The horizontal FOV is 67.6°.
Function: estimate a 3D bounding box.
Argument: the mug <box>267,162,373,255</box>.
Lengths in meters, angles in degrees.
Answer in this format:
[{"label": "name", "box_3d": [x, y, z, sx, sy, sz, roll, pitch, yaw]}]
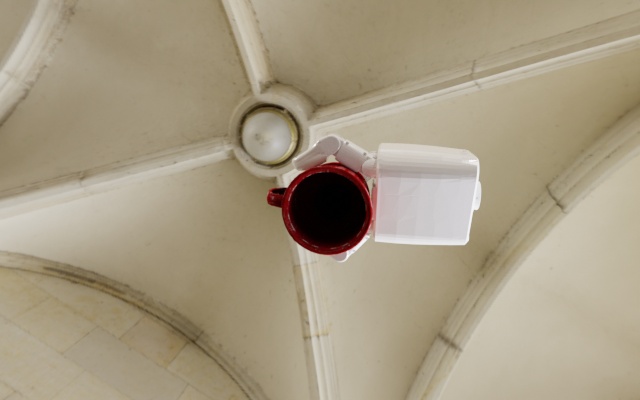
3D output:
[{"label": "mug", "box_3d": [-0.001, 0.002, 0.522, 0.117, 0.093, 0.081, 5, 13, 8]}]
